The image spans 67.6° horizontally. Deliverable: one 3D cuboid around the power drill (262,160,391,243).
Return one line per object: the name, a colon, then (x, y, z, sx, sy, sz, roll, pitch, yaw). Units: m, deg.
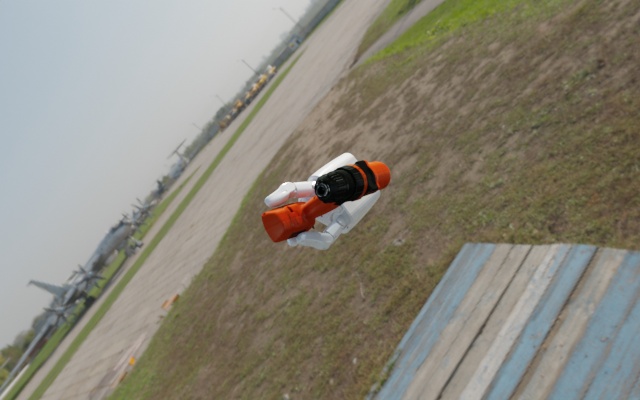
power drill: (0.000, 0.002, 0.727, 0.188, 0.057, 0.184, -28, -8, 33)
